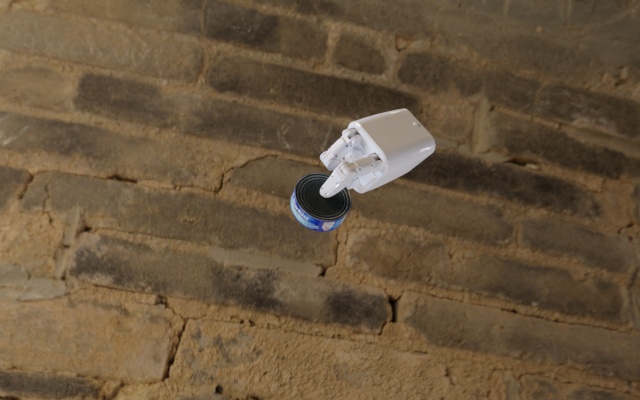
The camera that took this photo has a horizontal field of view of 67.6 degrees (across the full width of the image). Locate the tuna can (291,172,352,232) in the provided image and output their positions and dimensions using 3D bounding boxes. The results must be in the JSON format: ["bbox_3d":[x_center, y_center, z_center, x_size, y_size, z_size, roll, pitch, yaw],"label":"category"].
[{"bbox_3d":[0.000,0.003,0.697,0.086,0.086,0.034,0,-35,-20],"label":"tuna can"}]
